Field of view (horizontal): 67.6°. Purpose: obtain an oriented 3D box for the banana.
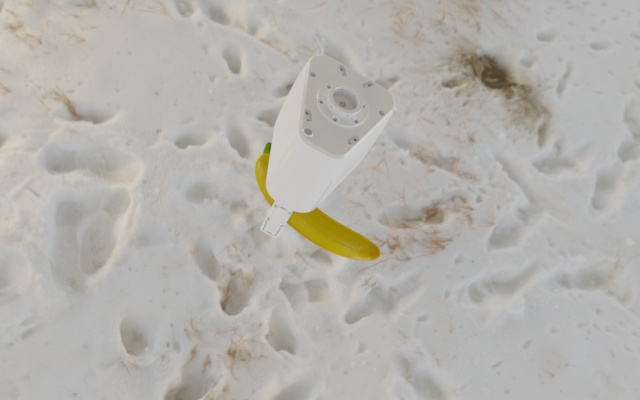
[{"bbox_3d":[-0.014,0.009,0.559,0.069,0.198,0.037,-39,-9,-35],"label":"banana"}]
